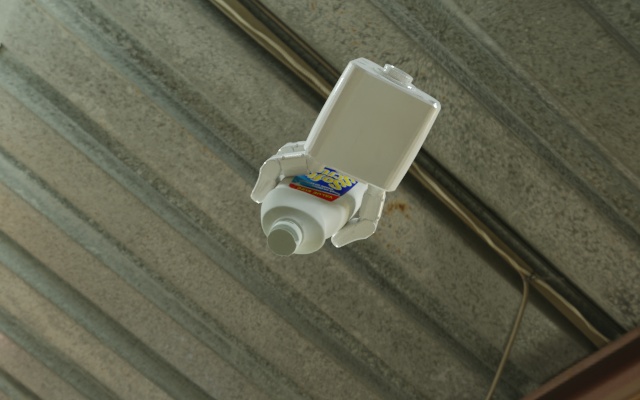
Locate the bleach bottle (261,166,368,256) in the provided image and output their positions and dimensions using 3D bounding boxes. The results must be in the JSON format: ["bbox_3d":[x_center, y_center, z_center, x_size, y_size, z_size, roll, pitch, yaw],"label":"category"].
[{"bbox_3d":[0.000,0.002,0.557,0.102,0.068,0.250,28,24,3],"label":"bleach bottle"}]
